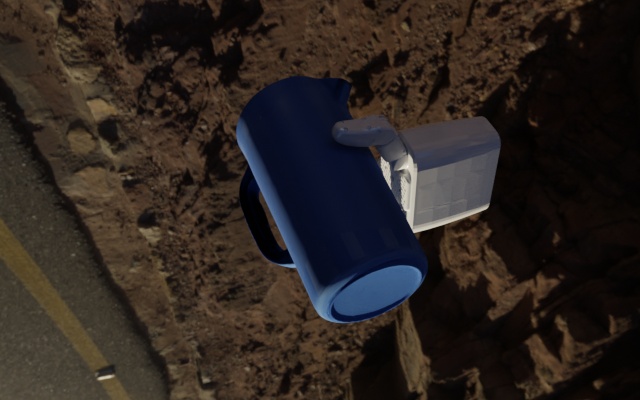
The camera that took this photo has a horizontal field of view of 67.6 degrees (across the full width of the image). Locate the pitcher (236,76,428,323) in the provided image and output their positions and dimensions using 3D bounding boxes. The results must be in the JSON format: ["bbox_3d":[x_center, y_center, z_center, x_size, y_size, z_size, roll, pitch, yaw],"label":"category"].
[{"bbox_3d":[0.000,0.002,0.490,0.145,0.242,0.149,-14,-38,-14],"label":"pitcher"}]
